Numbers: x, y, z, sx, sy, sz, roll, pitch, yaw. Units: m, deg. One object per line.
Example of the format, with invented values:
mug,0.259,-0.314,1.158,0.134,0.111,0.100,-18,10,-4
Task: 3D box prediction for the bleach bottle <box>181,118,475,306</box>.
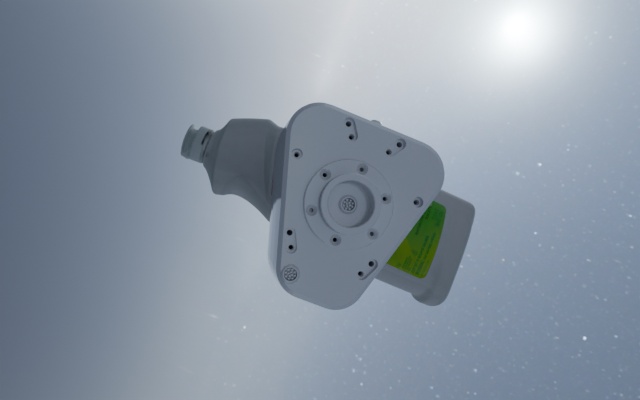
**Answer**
bleach bottle,0.000,0.001,0.416,0.251,0.102,0.068,21,-5,-5
